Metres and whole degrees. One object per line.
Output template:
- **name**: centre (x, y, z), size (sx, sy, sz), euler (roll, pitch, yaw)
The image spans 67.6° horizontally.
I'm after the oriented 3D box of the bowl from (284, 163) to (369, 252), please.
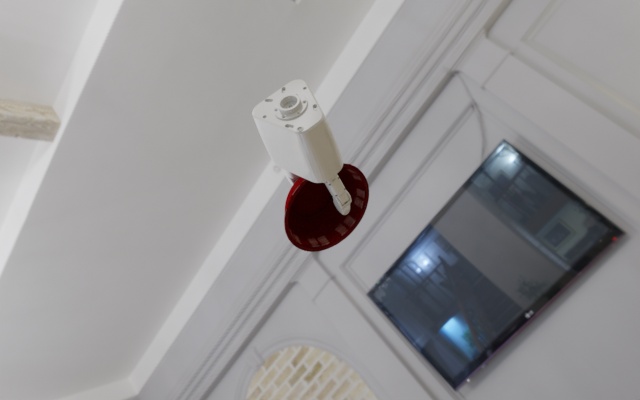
- **bowl**: centre (0.000, 0.003, 0.788), size (0.162, 0.162, 0.055), euler (0, 27, -36)
